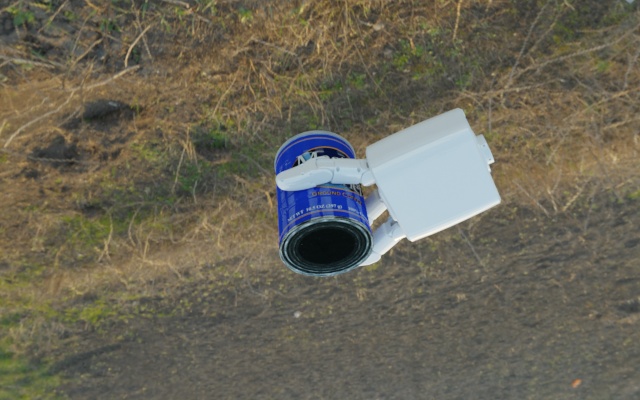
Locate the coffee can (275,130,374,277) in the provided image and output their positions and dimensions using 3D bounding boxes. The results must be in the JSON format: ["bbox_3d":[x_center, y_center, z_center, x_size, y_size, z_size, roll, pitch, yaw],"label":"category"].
[{"bbox_3d":[0.000,0.002,0.556,0.103,0.140,0.103,-4,-43,-4],"label":"coffee can"}]
